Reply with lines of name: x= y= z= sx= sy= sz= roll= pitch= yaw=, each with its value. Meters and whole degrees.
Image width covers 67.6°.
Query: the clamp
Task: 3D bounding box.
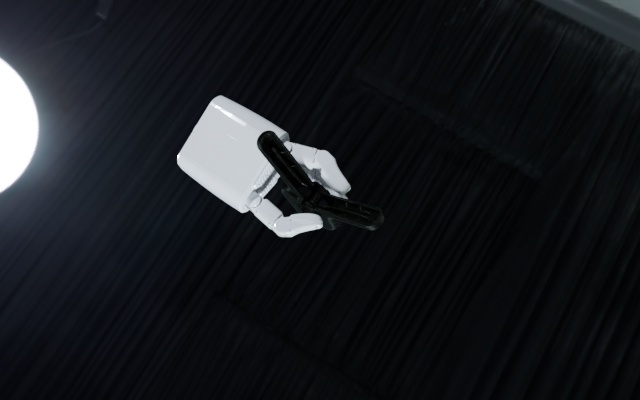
clamp: x=-0.001 y=0.003 z=0.601 sx=0.164 sy=0.036 sz=0.210 roll=36 pitch=-13 yaw=10
